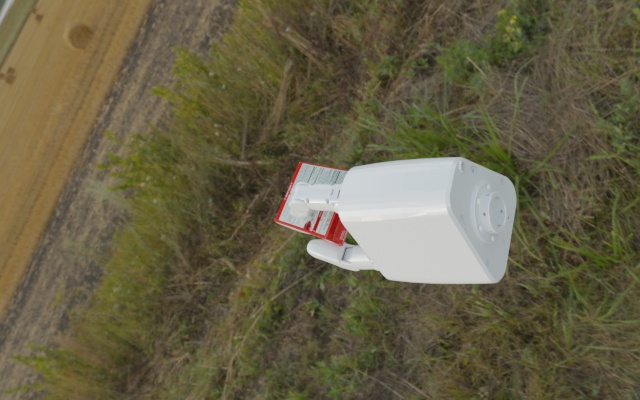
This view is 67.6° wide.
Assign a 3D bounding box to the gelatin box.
[{"bbox_3d":[0.000,0.001,0.503,0.030,0.073,0.089,28,-9,-42],"label":"gelatin box"}]
